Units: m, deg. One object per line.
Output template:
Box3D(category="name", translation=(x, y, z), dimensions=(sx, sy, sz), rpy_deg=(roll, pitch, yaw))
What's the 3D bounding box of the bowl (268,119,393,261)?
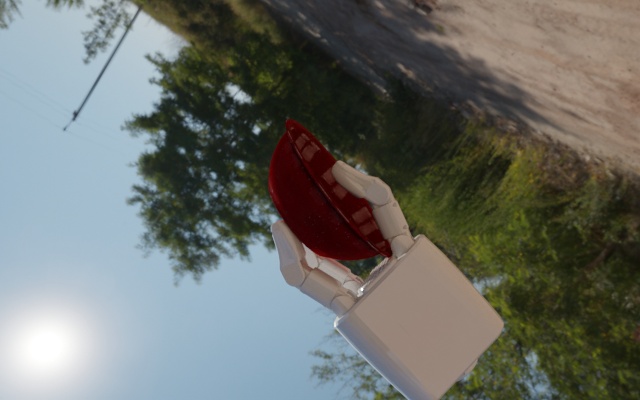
Box3D(category="bowl", translation=(-0.001, 0.001, 0.459), dimensions=(0.055, 0.162, 0.162), rpy_deg=(-37, -9, 12))
